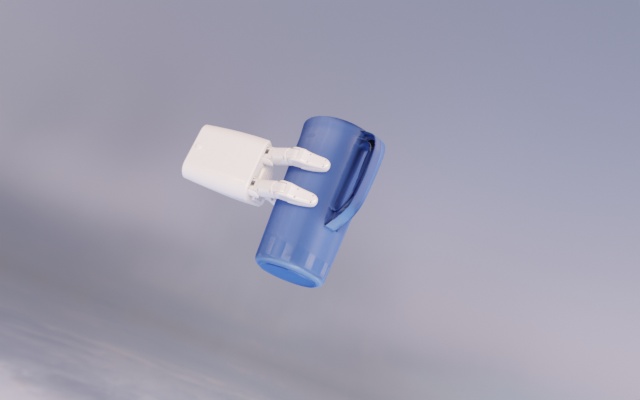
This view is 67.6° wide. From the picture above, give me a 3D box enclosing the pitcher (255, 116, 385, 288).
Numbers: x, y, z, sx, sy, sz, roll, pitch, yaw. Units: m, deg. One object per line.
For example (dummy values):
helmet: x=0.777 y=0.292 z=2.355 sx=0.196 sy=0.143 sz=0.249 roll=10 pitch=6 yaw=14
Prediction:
pitcher: x=0.000 y=0.002 z=0.721 sx=0.145 sy=0.242 sz=0.149 roll=18 pitch=-20 yaw=10
